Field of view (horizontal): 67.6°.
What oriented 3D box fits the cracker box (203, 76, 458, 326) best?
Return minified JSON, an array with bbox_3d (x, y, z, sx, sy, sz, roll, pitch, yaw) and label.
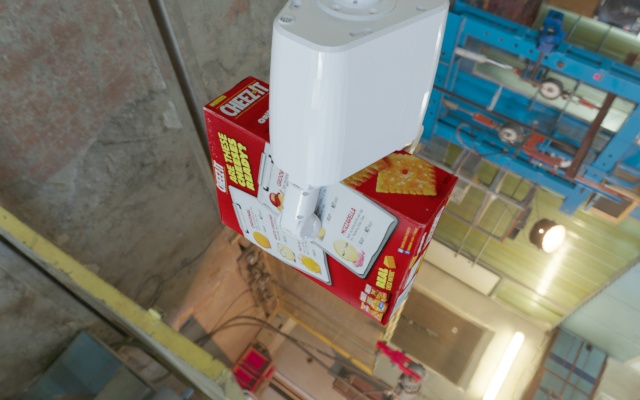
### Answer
[{"bbox_3d":[0.000,0.002,0.449,0.213,0.164,0.072,30,54,19],"label":"cracker box"}]
